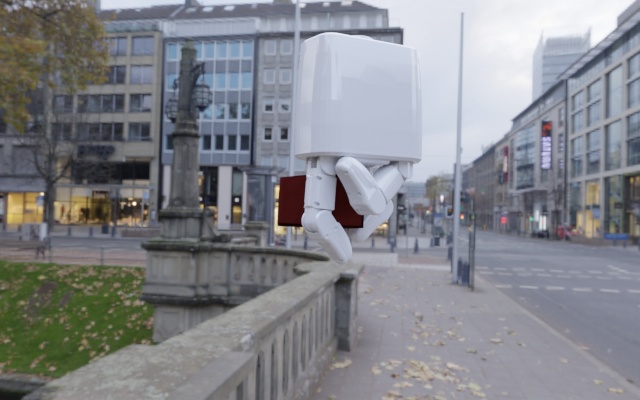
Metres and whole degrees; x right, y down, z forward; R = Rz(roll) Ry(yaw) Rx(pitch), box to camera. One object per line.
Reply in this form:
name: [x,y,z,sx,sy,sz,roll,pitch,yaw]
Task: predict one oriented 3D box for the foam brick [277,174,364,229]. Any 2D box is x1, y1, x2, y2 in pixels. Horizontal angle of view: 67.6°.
foam brick: [0.000,0.002,0.481,0.053,0.051,0.078,2,-2,-40]
